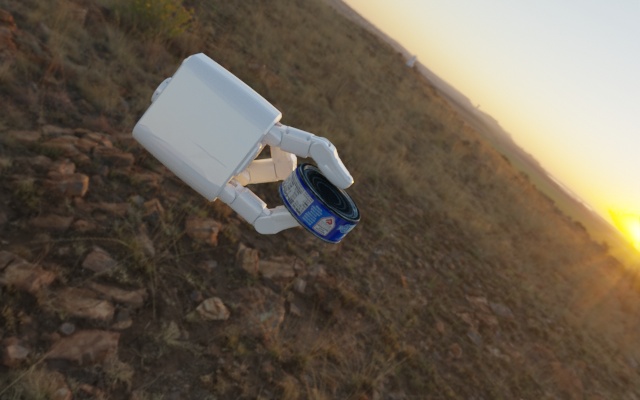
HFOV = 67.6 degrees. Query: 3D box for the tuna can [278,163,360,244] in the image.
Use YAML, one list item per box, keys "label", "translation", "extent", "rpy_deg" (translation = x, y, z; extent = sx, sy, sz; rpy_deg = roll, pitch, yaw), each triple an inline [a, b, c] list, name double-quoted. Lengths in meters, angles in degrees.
- label: "tuna can"
  translation: [0.001, 0.001, 0.488]
  extent: [0.034, 0.086, 0.086]
  rpy_deg: [-46, -18, 19]
